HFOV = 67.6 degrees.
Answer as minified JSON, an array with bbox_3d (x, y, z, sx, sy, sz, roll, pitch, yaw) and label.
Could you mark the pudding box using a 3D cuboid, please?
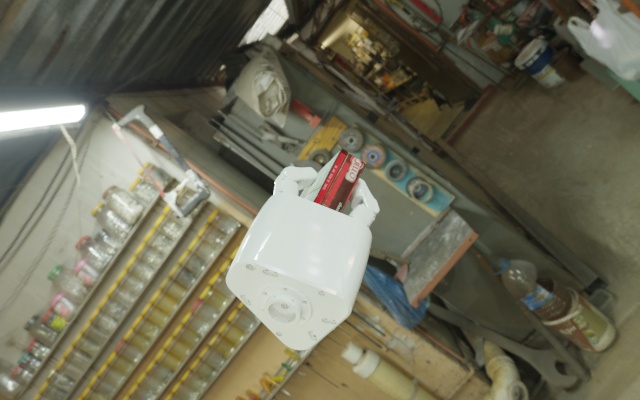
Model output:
[{"bbox_3d":[0.000,0.002,0.555,0.039,0.090,0.113,34,-28,-10],"label":"pudding box"}]
